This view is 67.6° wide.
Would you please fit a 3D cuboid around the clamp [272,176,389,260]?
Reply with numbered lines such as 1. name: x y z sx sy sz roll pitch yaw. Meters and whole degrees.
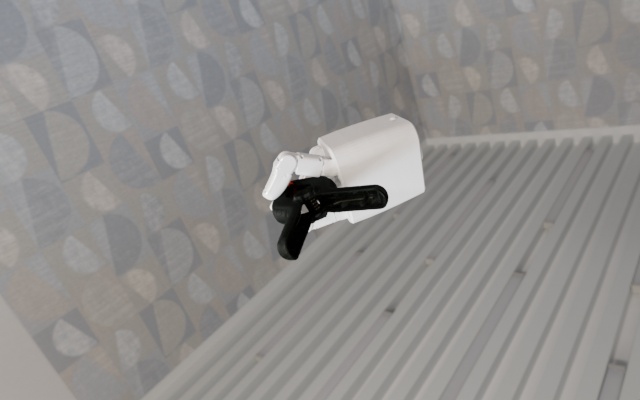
1. clamp: 0.000 0.002 0.522 0.120 0.039 0.171 -21 22 -5
